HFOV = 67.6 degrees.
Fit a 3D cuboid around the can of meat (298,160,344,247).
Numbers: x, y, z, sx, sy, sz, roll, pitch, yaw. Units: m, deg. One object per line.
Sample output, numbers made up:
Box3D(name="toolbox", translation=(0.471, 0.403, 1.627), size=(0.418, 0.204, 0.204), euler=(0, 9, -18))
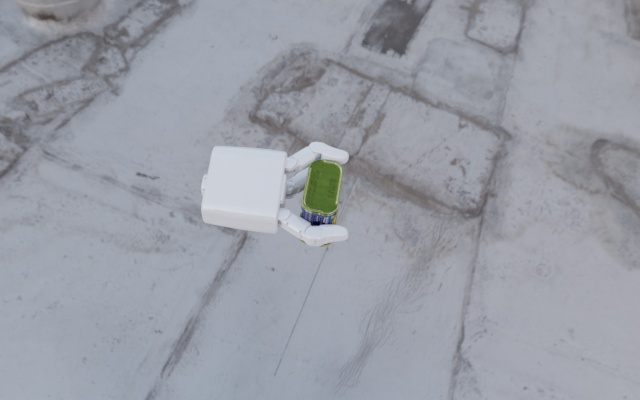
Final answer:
Box3D(name="can of meat", translation=(0.000, 0.002, 0.701), size=(0.057, 0.102, 0.084), euler=(9, -36, 0))
